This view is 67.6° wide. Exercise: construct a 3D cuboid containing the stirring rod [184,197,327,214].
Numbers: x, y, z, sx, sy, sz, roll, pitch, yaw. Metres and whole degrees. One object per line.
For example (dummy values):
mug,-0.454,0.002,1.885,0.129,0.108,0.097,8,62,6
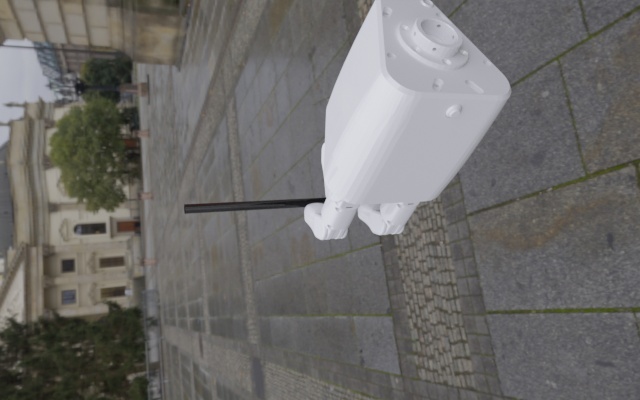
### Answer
stirring rod,0.000,0.001,0.437,0.239,0.011,0.011,-3,1,-22
